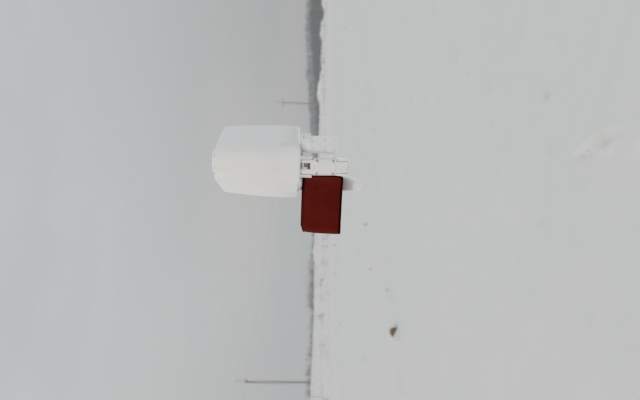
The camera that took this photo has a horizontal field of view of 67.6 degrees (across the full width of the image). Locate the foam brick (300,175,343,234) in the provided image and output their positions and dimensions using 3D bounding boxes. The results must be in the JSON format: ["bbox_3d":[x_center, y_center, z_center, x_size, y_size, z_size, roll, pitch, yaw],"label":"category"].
[{"bbox_3d":[0.000,0.002,0.648,0.051,0.078,0.053,1,9,-7],"label":"foam brick"}]
